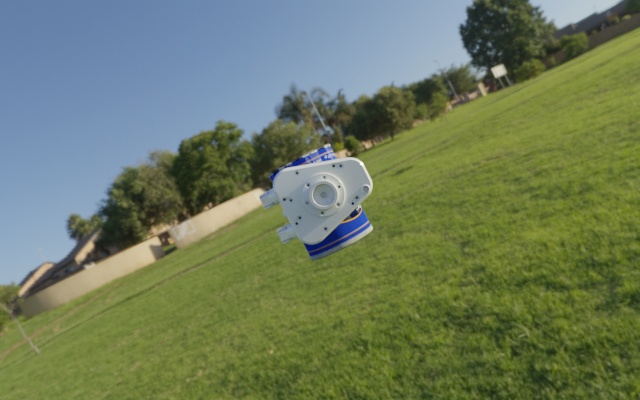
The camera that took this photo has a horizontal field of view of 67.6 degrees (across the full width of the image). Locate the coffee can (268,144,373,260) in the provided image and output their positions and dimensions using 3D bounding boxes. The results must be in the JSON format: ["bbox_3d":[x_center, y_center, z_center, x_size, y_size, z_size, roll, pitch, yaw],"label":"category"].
[{"bbox_3d":[0.000,0.002,0.701,0.103,0.140,0.103,-27,1,1],"label":"coffee can"}]
